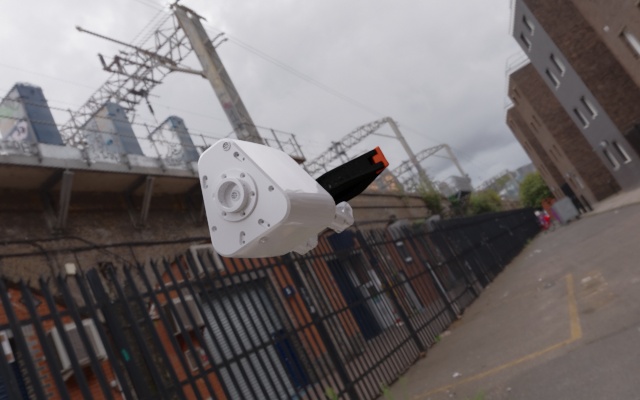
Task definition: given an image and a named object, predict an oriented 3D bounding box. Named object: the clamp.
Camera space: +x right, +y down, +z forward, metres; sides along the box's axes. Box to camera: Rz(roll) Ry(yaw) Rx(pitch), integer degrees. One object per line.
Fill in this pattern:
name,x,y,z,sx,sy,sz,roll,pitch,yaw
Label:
clamp,0.000,0.001,0.617,0.210,0.036,0.164,-33,-15,18
